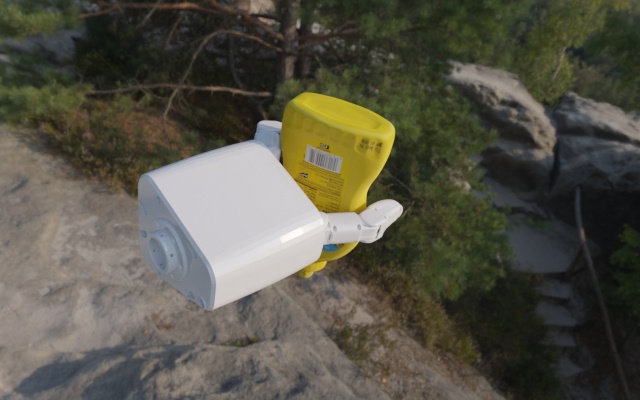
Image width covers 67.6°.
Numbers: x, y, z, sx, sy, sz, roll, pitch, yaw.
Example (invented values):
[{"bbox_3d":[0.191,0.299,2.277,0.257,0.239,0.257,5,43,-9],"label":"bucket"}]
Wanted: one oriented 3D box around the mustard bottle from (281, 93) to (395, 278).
[{"bbox_3d":[0.000,0.001,0.457,0.096,0.192,0.058,21,35,11],"label":"mustard bottle"}]
